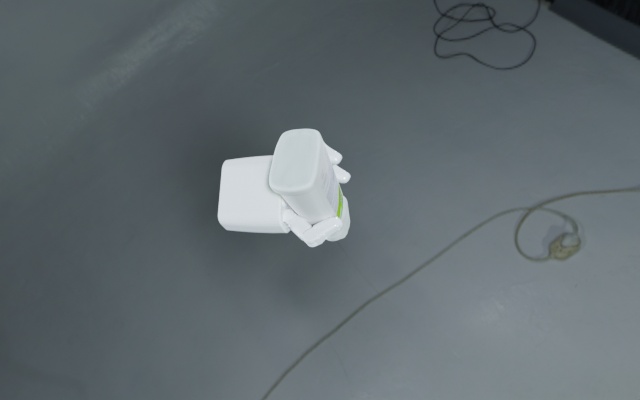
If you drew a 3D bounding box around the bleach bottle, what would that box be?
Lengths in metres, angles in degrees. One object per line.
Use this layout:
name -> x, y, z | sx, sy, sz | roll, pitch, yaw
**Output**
bleach bottle -> 0.000, 0.002, 0.727 | 0.068, 0.102, 0.251 | 0, -29, 17
